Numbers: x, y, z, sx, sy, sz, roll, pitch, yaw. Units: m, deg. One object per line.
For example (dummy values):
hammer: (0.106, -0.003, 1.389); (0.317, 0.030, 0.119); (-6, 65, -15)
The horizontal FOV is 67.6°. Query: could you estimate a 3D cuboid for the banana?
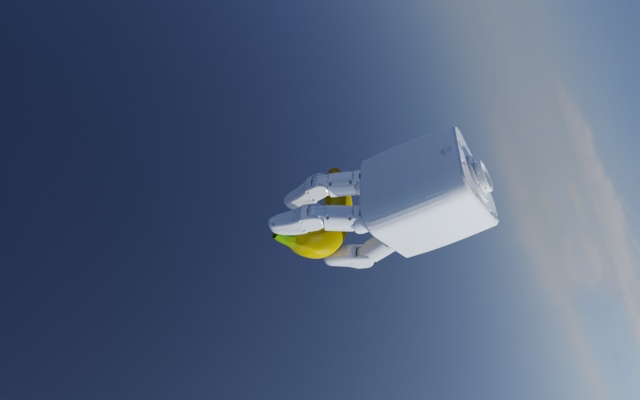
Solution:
banana: (0.009, 0.019, 0.586); (0.037, 0.069, 0.197); (-26, 13, 28)
